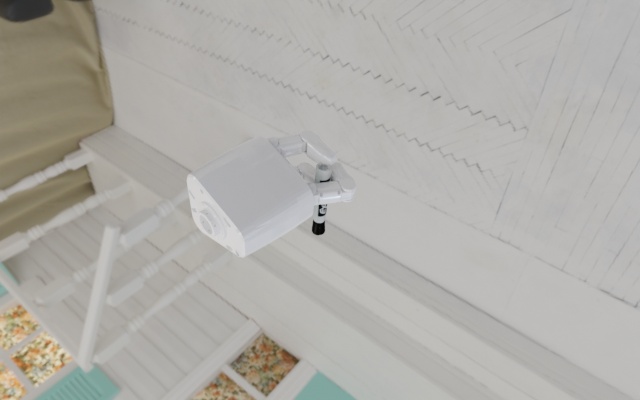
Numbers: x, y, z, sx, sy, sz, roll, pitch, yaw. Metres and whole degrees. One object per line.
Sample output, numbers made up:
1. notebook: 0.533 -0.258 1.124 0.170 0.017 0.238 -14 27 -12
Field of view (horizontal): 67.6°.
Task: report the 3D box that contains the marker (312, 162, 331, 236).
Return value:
1. marker: 0.000 0.002 0.620 0.020 0.121 0.020 3 44 -2
